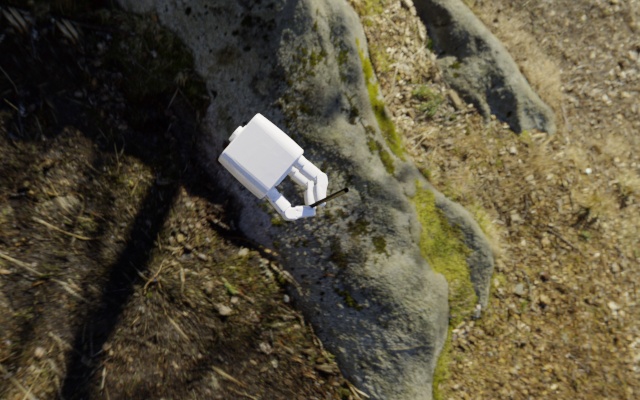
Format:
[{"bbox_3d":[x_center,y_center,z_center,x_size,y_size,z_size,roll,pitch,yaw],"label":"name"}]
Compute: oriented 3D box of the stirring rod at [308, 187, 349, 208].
[{"bbox_3d":[0.000,0.003,0.831,0.011,0.011,0.239,0,-9,-19],"label":"stirring rod"}]
